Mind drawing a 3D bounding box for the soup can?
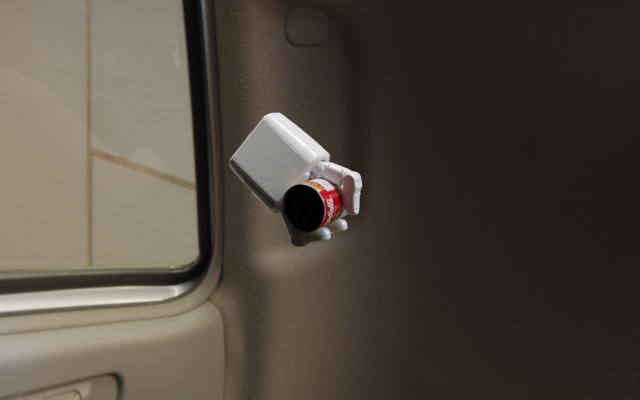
[{"bbox_3d":[0.001,0.002,0.686,0.068,0.068,0.102,0,10,29],"label":"soup can"}]
